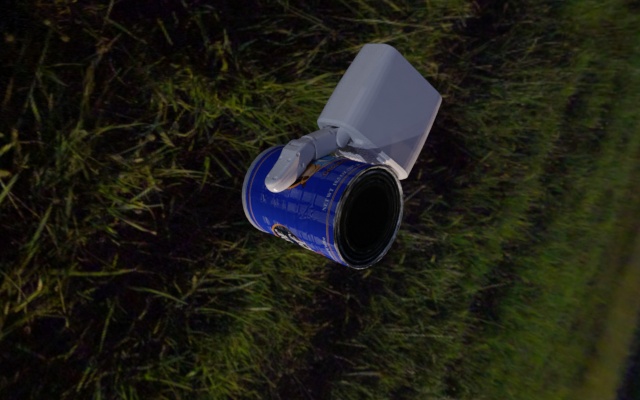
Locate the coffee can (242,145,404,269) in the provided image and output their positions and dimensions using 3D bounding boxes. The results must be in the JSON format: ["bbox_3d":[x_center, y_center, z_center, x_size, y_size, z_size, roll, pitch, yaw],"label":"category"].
[{"bbox_3d":[0.000,0.002,0.502,0.140,0.103,0.103,17,12,43],"label":"coffee can"}]
